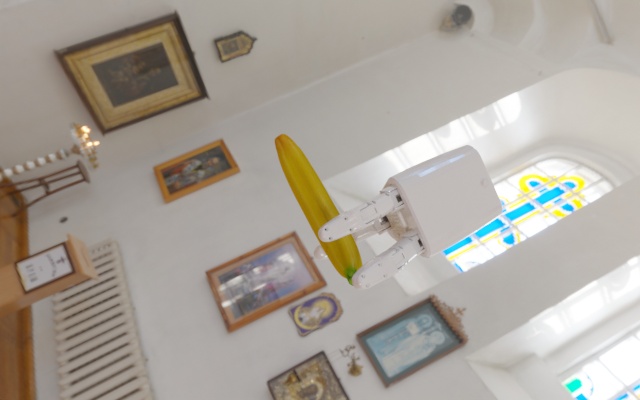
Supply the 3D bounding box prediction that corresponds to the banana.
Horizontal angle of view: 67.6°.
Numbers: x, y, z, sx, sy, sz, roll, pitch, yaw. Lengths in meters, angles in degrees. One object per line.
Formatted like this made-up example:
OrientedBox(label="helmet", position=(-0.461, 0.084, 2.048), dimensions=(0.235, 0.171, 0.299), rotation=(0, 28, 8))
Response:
OrientedBox(label="banana", position=(0.002, 0.012, 0.546), dimensions=(0.037, 0.197, 0.070), rotation=(-26, -22, -10))
